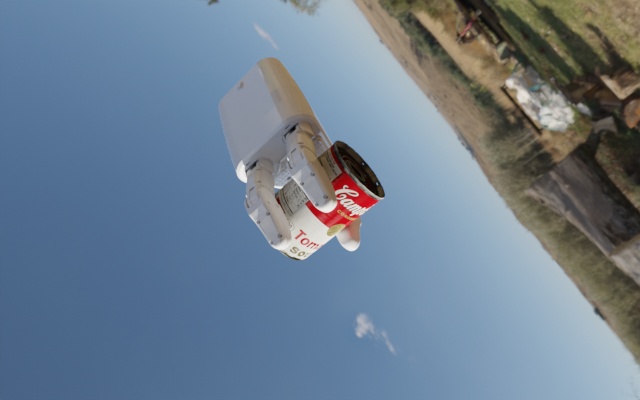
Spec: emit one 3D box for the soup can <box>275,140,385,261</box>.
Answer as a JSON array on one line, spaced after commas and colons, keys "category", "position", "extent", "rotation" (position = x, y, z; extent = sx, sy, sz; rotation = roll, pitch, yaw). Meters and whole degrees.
[{"category": "soup can", "position": [0.000, 0.002, 0.451], "extent": [0.102, 0.068, 0.068], "rotation": [-40, -15, 19]}]
